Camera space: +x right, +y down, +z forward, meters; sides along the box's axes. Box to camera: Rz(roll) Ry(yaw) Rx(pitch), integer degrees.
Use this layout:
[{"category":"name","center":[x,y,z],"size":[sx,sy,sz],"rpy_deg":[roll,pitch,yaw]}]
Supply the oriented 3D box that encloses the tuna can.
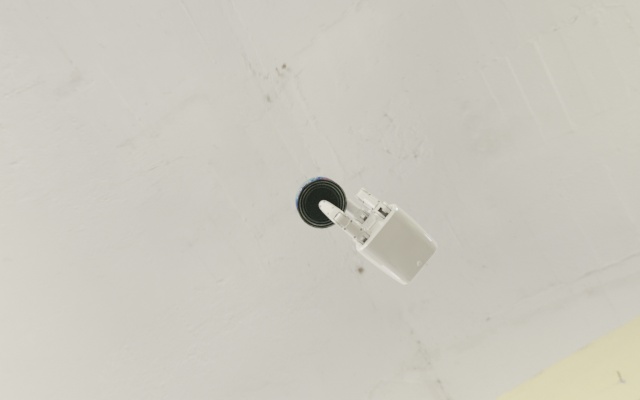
[{"category":"tuna can","center":[0.000,0.003,0.818],"size":[0.086,0.086,0.033],"rpy_deg":[0,12,-10]}]
